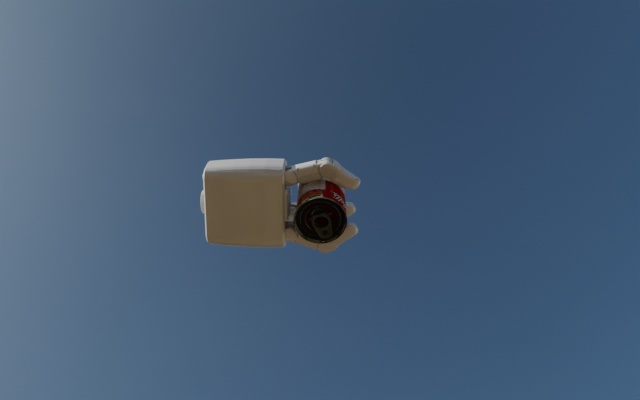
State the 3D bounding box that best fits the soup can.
[{"bbox_3d":[0.001,0.002,0.644,0.068,0.068,0.102,0,29,0],"label":"soup can"}]
